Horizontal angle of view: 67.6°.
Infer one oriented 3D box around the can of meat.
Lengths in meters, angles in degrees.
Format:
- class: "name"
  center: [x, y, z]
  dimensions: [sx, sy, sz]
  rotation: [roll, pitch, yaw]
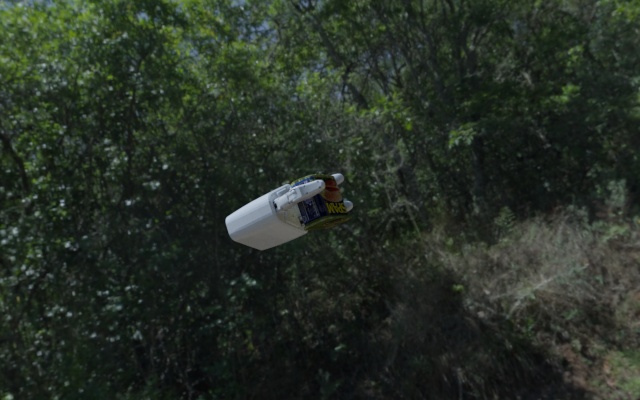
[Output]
- class: "can of meat"
  center: [0.000, 0.002, 0.836]
  dimensions: [0.057, 0.084, 0.102]
  rotation: [-26, -13, 27]
